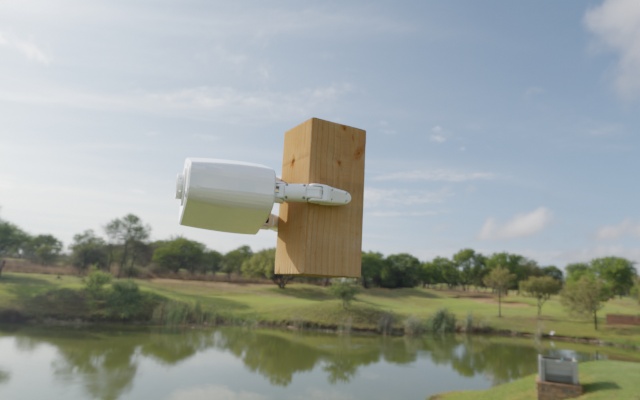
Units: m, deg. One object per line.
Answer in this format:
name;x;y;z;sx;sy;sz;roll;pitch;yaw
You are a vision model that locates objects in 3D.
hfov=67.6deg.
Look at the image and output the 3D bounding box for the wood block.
wood block;0.000;0.002;0.668;0.090;0.206;0.091;9;-12;-30
